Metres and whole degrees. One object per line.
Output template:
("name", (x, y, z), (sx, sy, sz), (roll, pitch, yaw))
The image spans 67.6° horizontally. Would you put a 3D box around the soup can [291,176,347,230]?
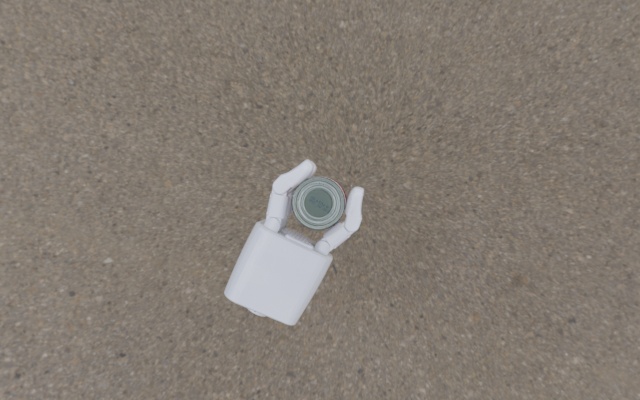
("soup can", (0.000, 0.002, 0.631), (0.068, 0.068, 0.102), (0, 2, 4))
